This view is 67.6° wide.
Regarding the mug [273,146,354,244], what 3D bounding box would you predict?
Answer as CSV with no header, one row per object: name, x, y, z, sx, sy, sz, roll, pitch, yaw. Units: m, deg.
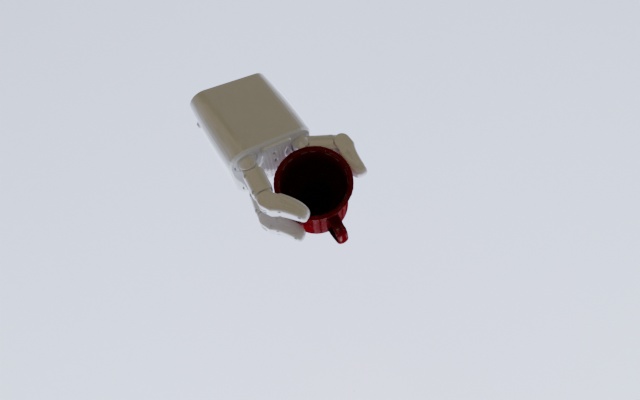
mug,0.001,0.003,0.582,0.093,0.117,0.081,-32,-18,-8
